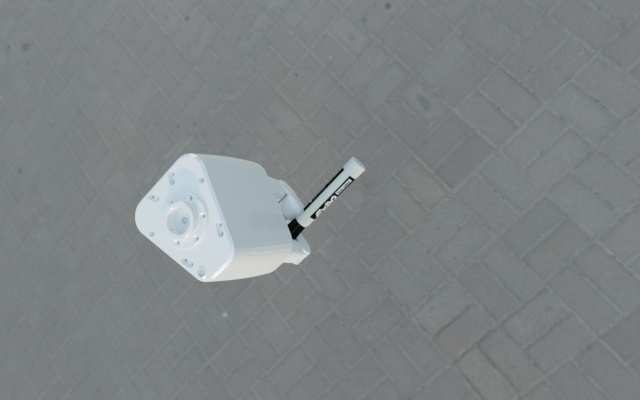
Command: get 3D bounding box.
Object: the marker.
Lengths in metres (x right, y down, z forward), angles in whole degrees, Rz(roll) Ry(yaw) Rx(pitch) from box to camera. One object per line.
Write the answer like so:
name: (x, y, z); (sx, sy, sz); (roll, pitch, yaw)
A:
marker: (0.000, 0.002, 0.521); (0.121, 0.020, 0.020); (-45, -15, 15)
